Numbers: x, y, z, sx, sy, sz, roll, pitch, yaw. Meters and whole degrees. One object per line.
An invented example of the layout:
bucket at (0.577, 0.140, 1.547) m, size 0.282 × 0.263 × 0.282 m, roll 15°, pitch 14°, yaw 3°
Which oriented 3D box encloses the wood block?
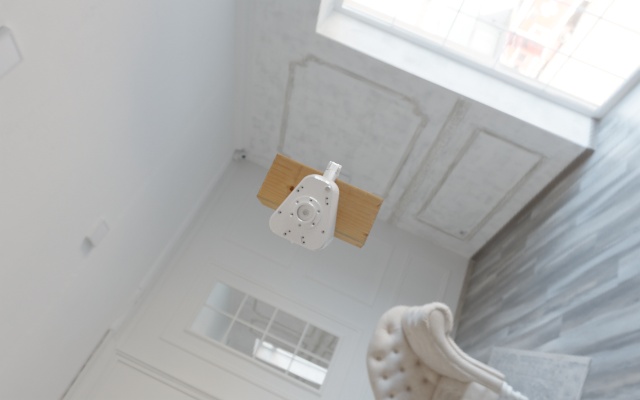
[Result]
wood block at (0.000, 0.002, 0.876) m, size 0.206 × 0.091 × 0.090 m, roll 24°, pitch -9°, yaw 5°
